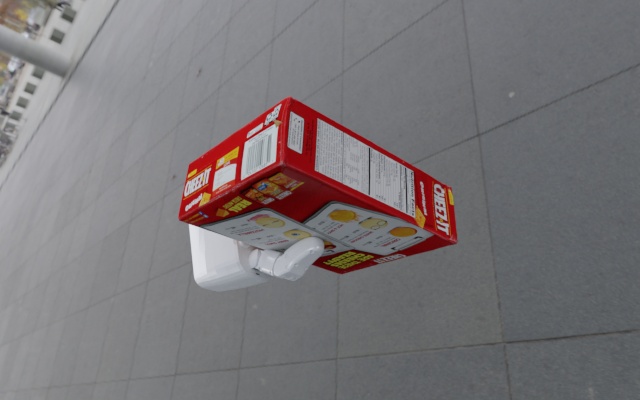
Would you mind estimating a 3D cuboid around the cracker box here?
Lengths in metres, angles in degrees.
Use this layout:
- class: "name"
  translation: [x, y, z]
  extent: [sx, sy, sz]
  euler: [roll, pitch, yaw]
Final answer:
- class: "cracker box"
  translation: [0.000, 0.002, 0.461]
  extent: [0.214, 0.072, 0.164]
  euler: [23, -31, -36]
